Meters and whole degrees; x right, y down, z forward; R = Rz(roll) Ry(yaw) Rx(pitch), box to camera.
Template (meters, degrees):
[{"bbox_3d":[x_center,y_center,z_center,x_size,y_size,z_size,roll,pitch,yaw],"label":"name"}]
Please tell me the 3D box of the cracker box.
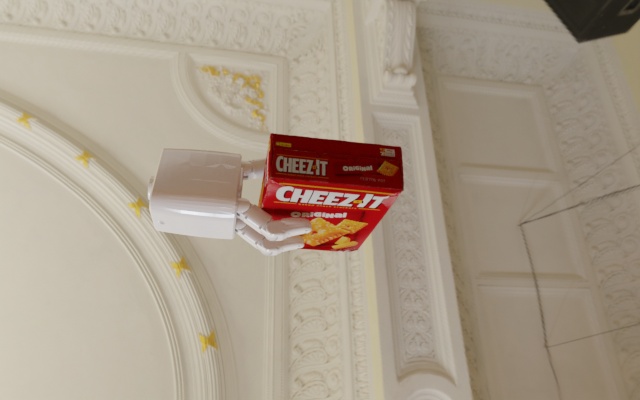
[{"bbox_3d":[0.000,0.002,0.652,0.164,0.072,0.214,4,-26,-11],"label":"cracker box"}]
